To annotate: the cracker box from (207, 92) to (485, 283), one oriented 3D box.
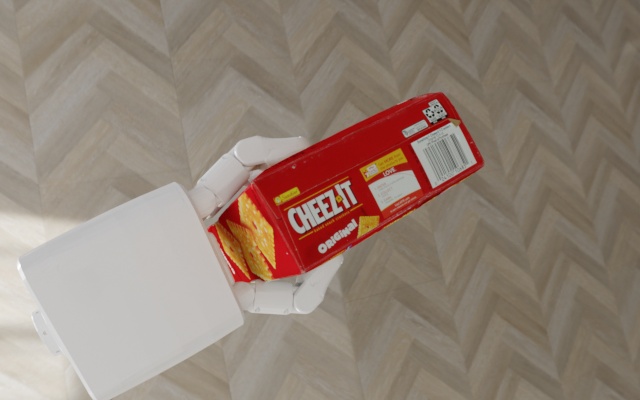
[{"bbox_3d":[0.000,0.001,0.401,0.164,0.072,0.214,-28,0,-25],"label":"cracker box"}]
